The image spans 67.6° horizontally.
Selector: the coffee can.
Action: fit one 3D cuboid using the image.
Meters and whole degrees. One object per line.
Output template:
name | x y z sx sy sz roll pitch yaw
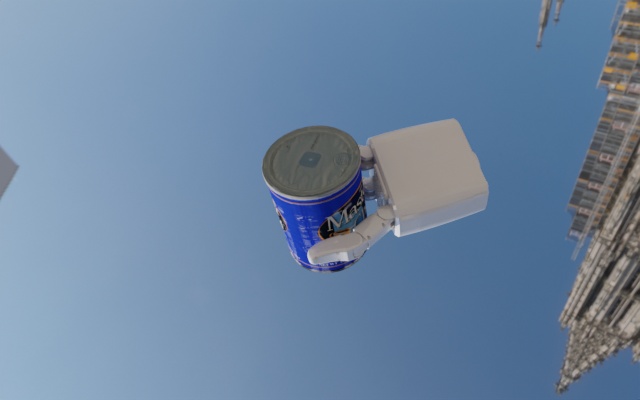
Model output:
coffee can | 0.000 0.002 0.540 0.103 0.102 0.140 0 -40 11
